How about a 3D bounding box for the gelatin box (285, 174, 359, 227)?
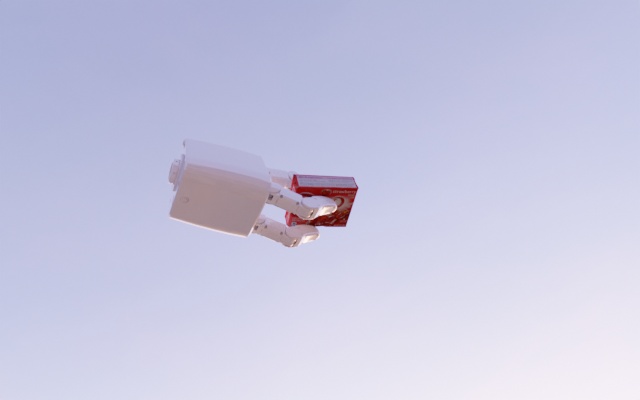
[{"bbox_3d":[0.000,0.002,0.660,0.089,0.073,0.030,1,40,-17],"label":"gelatin box"}]
